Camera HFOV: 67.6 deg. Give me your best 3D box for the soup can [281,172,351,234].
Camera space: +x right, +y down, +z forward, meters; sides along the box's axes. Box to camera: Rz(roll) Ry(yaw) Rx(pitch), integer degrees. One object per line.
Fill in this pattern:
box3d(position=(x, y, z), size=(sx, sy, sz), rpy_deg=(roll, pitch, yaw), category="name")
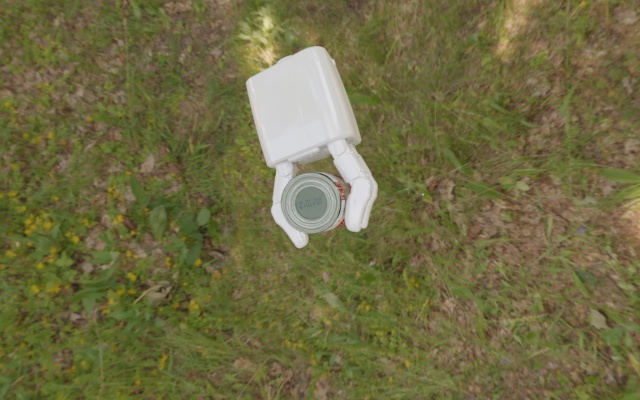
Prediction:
box3d(position=(0.000, 0.002, 0.549), size=(0.068, 0.068, 0.102), rpy_deg=(0, 1, 12), category="soup can")
